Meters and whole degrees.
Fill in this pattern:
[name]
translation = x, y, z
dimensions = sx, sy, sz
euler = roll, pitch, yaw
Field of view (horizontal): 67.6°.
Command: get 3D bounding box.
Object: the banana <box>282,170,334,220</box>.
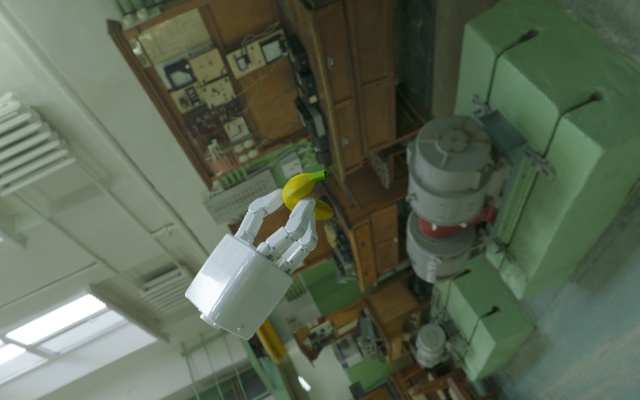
[banana]
translation = -0.019, 0.000, 0.712
dimensions = 0.069, 0.037, 0.198
euler = 4, -15, 5
